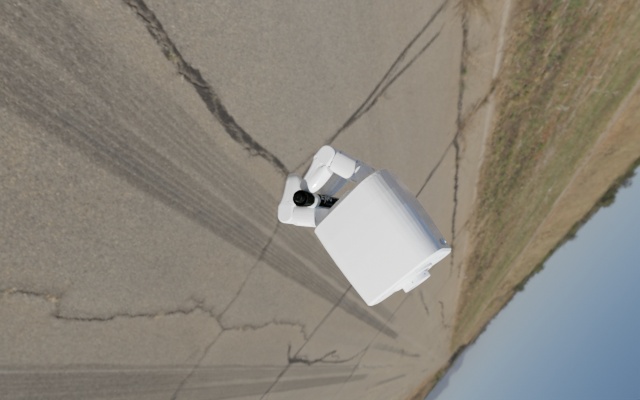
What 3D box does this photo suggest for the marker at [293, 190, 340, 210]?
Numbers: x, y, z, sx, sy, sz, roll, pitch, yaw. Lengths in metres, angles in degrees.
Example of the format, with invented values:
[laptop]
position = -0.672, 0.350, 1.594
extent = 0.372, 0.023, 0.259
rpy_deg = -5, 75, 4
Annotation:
[marker]
position = 0.000, 0.002, 0.569
extent = 0.020, 0.020, 0.121
rpy_deg = 0, -5, 24
